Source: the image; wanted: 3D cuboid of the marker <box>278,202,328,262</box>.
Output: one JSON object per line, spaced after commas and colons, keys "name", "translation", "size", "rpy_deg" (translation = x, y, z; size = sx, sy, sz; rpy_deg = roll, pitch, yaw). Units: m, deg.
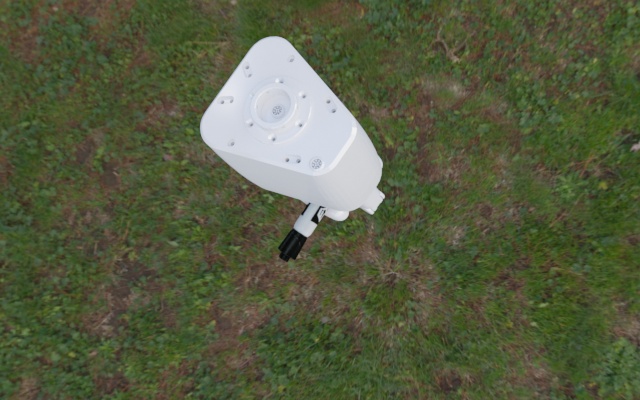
{"name": "marker", "translation": [0.000, 0.001, 0.421], "size": [0.020, 0.121, 0.020], "rpy_deg": [34, -3, 2]}
